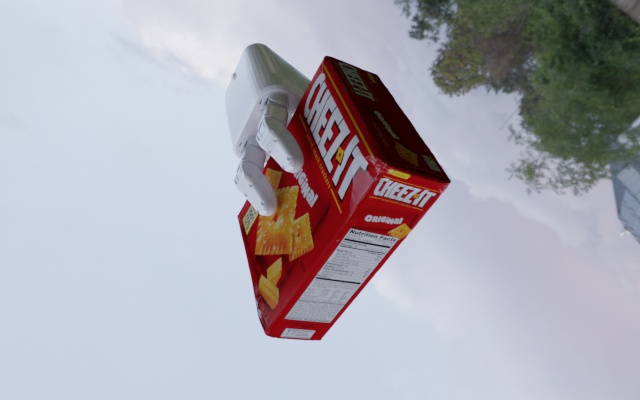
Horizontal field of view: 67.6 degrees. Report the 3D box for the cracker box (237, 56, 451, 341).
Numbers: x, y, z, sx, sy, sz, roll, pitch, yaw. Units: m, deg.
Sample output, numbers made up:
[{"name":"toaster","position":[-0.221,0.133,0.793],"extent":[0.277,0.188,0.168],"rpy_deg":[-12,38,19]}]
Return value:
[{"name":"cracker box","position":[0.000,0.002,0.448],"extent":[0.072,0.214,0.164],"rpy_deg":[11,38,-30]}]
